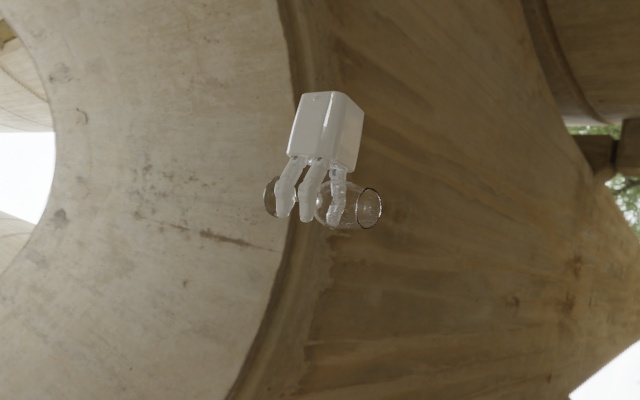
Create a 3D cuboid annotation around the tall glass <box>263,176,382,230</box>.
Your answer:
[{"bbox_3d":[0.000,0.003,0.773,0.201,0.079,0.079,8,5,43],"label":"tall glass"}]
